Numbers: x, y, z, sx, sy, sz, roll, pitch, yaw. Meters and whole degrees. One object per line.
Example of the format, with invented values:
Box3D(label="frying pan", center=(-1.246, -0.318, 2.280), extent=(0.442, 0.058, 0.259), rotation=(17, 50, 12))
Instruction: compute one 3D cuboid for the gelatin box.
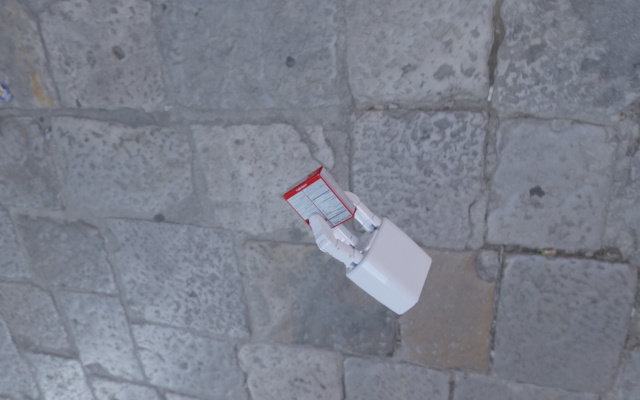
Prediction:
Box3D(label="gelatin box", center=(0.000, 0.002, 0.722), extent=(0.073, 0.089, 0.030), rotation=(-31, 20, 29))
